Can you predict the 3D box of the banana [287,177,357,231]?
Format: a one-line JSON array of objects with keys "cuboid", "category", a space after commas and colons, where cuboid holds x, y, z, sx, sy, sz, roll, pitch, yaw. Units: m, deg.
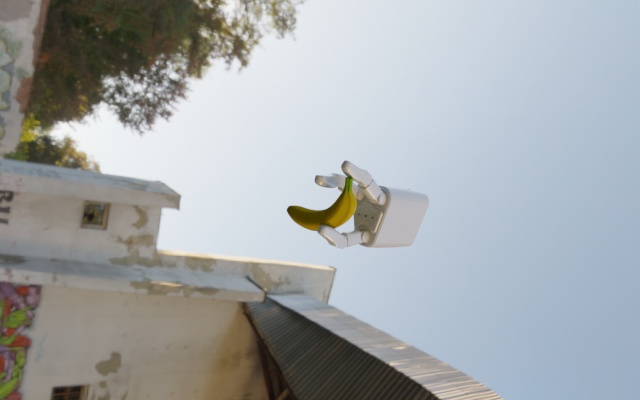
[{"cuboid": [0.005, 0.020, 0.823, 0.037, 0.069, 0.198, 2, -16, -36], "category": "banana"}]
